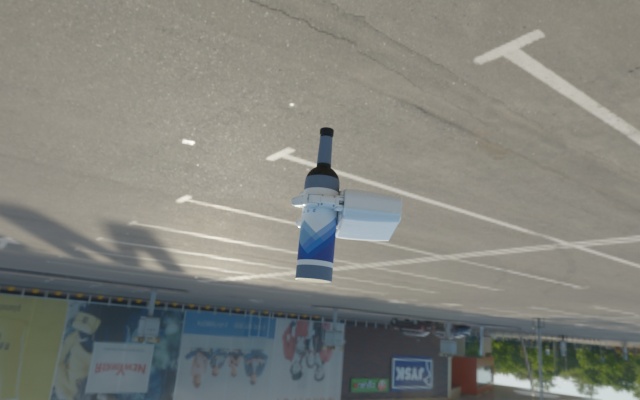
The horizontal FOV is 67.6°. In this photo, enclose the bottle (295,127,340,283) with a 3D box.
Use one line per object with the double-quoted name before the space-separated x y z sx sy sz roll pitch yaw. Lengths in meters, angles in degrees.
"bottle" 0.000 0.003 0.898 0.069 0.295 0.069 5 -15 1
